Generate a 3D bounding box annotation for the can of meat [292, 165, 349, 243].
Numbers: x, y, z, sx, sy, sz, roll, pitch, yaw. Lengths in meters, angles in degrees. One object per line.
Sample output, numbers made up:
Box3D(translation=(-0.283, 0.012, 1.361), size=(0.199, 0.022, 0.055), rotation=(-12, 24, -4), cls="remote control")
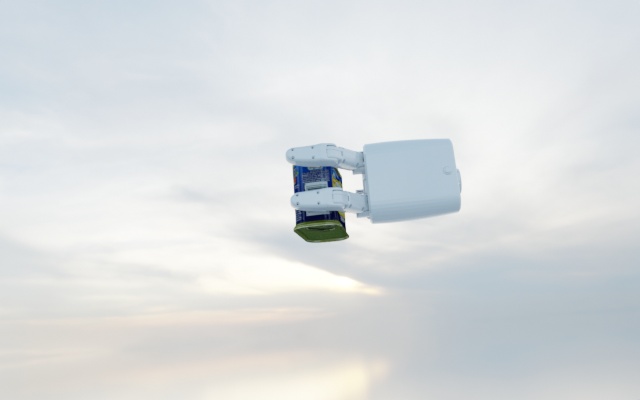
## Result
Box3D(translation=(0.000, 0.002, 0.592), size=(0.057, 0.084, 0.102), rotation=(-6, -16, 10), cls="can of meat")
